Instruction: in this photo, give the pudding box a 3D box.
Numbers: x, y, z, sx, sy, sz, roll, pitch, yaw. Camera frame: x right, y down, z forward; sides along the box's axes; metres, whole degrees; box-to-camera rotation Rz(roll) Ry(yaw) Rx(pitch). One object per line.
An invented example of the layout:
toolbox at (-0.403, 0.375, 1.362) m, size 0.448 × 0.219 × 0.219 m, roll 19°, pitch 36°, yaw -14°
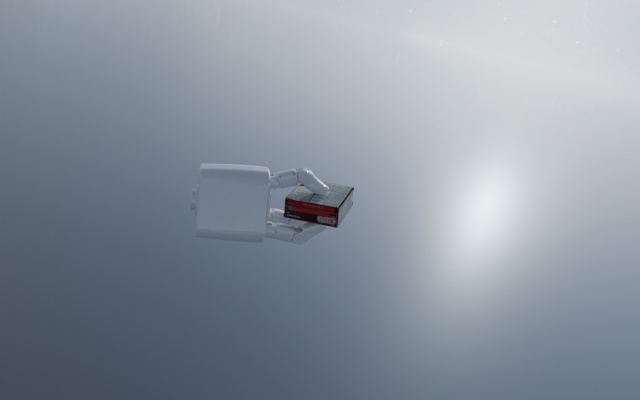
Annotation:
pudding box at (0.000, 0.002, 0.786) m, size 0.090 × 0.039 × 0.113 m, roll 12°, pitch 23°, yaw 13°
